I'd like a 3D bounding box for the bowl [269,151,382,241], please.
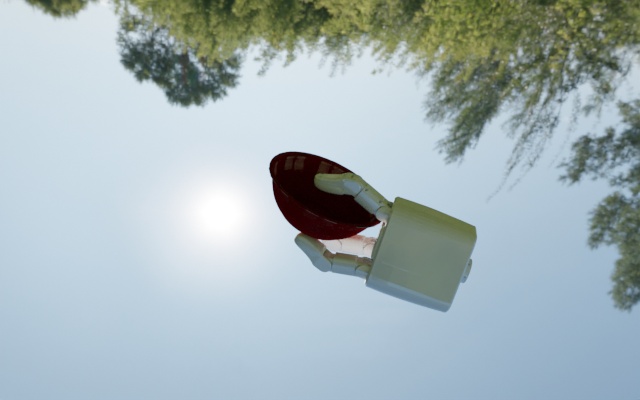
[{"bbox_3d":[-0.001,0.002,0.621,0.162,0.055,0.162,21,29,-12],"label":"bowl"}]
